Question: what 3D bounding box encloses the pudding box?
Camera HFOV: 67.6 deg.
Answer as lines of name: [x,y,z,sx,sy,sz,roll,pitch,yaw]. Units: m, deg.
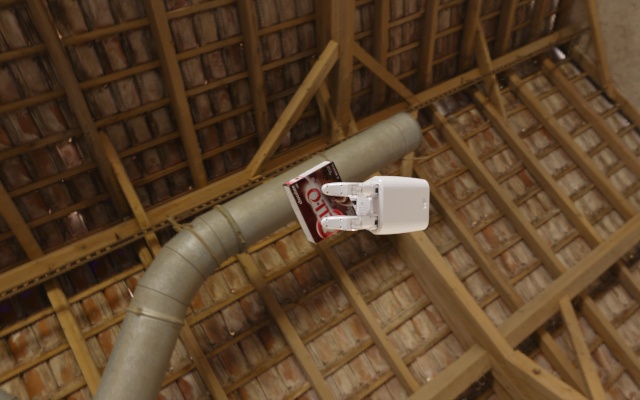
pudding box: [0.000,0.003,0.796,0.090,0.113,0.039,-31,15,-21]
